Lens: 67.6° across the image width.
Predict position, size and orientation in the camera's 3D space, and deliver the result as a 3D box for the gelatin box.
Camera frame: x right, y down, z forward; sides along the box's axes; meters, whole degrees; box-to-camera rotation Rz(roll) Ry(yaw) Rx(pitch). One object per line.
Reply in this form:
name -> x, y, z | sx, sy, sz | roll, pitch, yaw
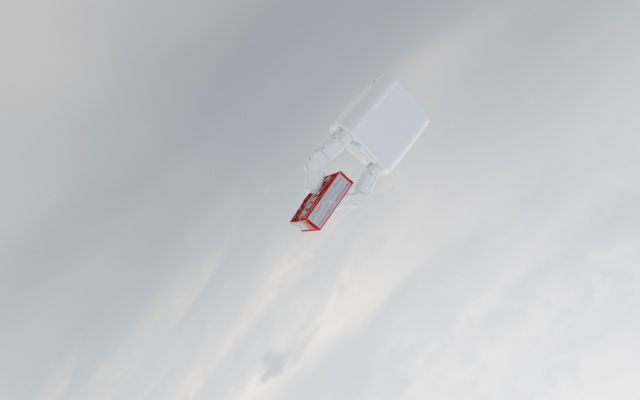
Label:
gelatin box -> 0.000, 0.003, 0.692 | 0.030, 0.089, 0.073 | 39, -17, -14
